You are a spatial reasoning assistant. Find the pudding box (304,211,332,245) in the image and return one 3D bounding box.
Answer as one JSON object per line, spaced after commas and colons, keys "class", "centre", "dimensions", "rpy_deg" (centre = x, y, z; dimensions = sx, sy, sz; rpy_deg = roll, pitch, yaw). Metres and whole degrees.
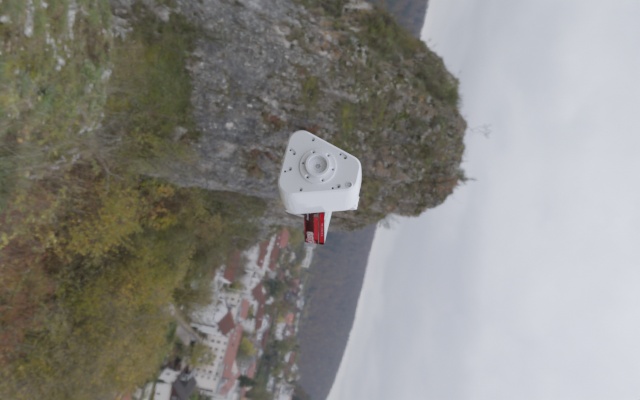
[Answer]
{"class": "pudding box", "centre": [0.000, 0.003, 0.789], "dimensions": [0.039, 0.113, 0.090], "rpy_deg": [11, -40, 7]}
